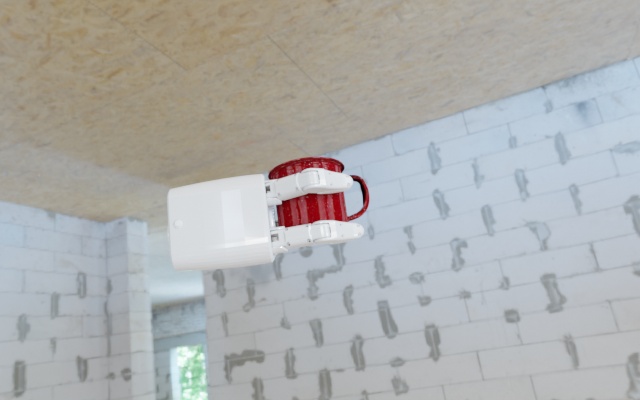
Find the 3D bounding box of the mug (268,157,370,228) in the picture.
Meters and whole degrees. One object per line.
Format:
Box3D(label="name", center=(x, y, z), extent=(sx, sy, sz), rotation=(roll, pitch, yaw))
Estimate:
Box3D(label="mug", center=(0.002, 0.002, 0.567), extent=(0.117, 0.081, 0.093), rotation=(-7, -17, -2))
